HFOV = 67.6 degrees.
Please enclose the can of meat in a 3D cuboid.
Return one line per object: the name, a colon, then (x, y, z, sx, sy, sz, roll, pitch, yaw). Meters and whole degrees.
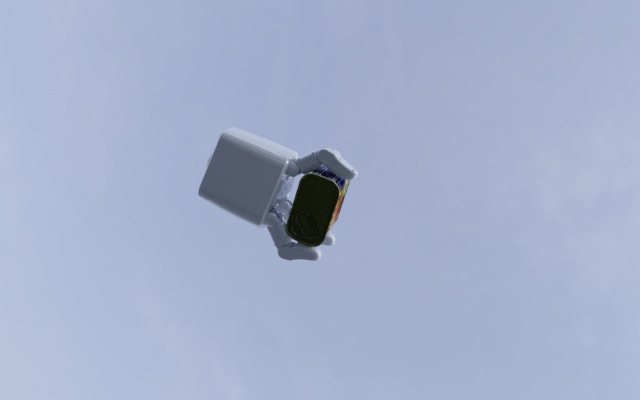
can of meat: (0.000, 0.002, 0.673, 0.057, 0.102, 0.084, 22, 22, 9)
